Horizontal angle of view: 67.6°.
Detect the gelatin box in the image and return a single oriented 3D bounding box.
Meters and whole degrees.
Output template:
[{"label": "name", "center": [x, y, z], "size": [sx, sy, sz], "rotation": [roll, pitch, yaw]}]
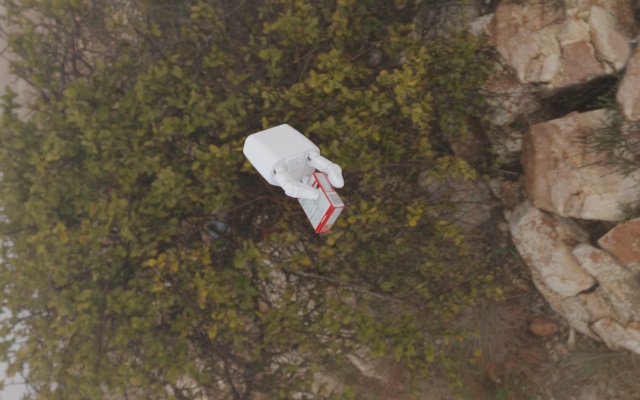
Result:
[{"label": "gelatin box", "center": [0.000, 0.003, 0.876], "size": [0.030, 0.089, 0.073], "rotation": [-3, -41, -36]}]
